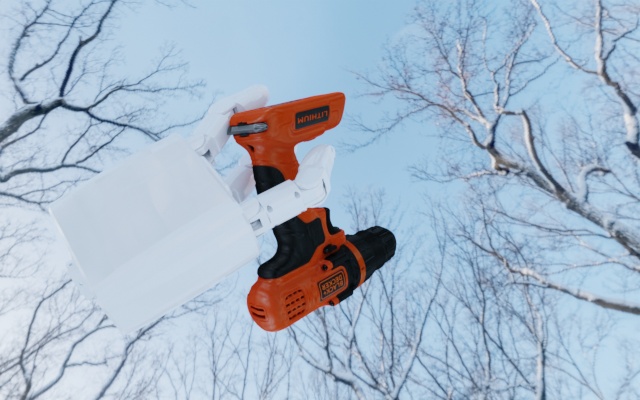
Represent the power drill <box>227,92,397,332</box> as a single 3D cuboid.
[{"bbox_3d":[0.000,0.001,0.433,0.057,0.188,0.184,0,16,43],"label":"power drill"}]
